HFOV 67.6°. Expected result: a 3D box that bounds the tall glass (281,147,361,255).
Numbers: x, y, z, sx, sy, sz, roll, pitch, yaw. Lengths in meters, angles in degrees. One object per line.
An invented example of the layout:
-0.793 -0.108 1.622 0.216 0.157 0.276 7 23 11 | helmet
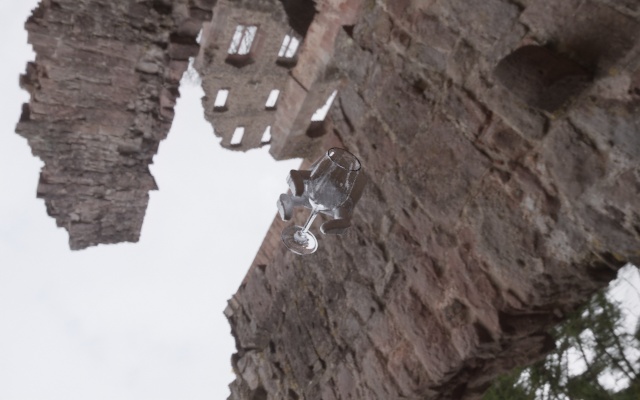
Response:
0.000 0.003 0.847 0.079 0.201 0.079 19 36 -14 | tall glass
